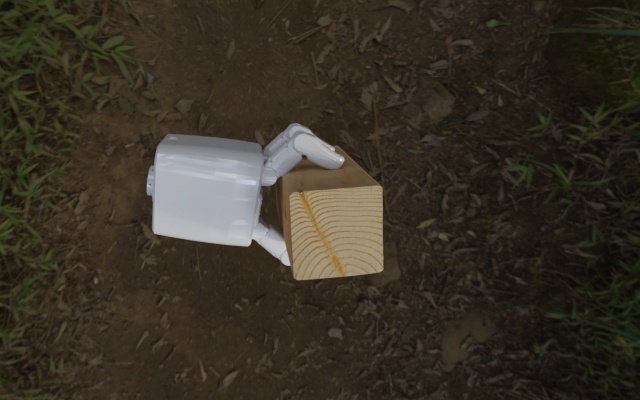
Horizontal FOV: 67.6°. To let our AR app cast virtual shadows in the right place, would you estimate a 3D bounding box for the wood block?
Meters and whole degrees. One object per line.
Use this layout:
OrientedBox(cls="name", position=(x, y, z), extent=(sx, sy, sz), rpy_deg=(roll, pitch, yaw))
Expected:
OrientedBox(cls="wood block", position=(0.000, 0.002, 0.543), extent=(0.090, 0.091, 0.206), rpy_deg=(-5, 18, -8))
